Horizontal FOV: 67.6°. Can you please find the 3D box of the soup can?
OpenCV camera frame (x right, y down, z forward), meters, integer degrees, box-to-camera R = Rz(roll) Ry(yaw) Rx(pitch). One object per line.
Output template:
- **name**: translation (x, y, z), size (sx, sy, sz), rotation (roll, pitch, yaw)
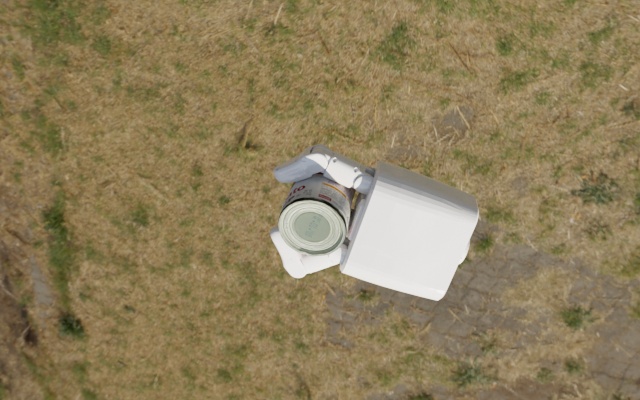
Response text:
- **soup can**: translation (0.000, 0.001, 0.490), size (0.068, 0.068, 0.102), rotation (0, 31, 11)
